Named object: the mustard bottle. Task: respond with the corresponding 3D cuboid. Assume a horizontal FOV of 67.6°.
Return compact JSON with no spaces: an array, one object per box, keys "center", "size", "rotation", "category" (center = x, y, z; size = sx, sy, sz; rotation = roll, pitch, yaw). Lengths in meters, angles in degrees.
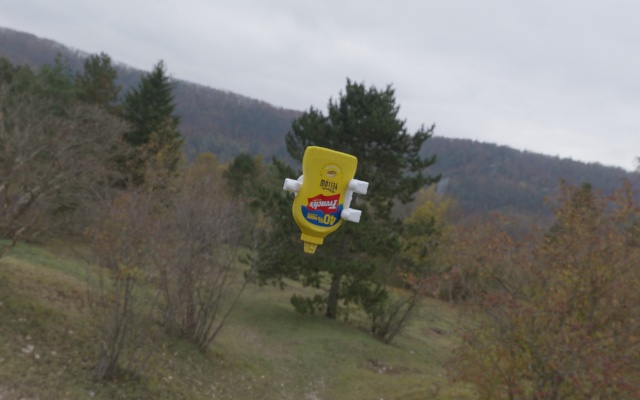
[{"center":[0.000,0.003,0.876],"size":[0.096,0.191,0.058],"rotation":[13,2,-18],"category":"mustard bottle"}]
